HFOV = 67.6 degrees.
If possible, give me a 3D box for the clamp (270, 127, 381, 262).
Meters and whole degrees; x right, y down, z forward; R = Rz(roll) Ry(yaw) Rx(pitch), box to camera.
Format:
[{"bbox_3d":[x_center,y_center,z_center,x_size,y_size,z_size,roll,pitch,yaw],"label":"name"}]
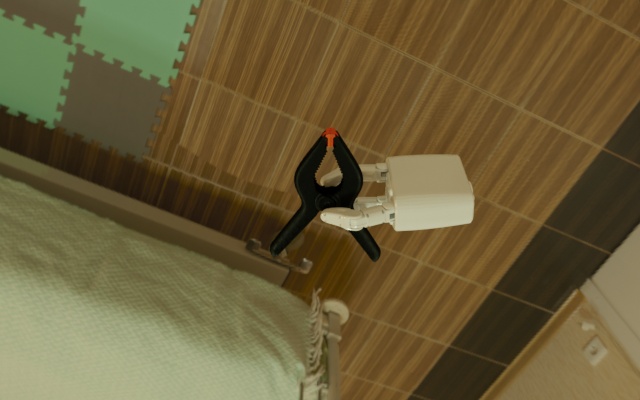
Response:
[{"bbox_3d":[0.000,0.002,0.672,0.164,0.210,0.036,-4,28,3],"label":"clamp"}]
